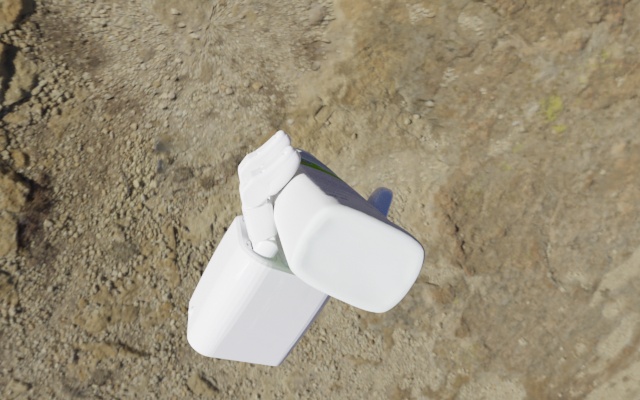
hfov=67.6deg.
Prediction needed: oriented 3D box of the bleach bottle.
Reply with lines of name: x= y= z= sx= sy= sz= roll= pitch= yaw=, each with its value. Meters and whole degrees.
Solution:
bleach bottle: x=0.000 y=0.001 z=0.450 sx=0.102 sy=0.068 sz=0.250 roll=27 pitch=12 yaw=-20
